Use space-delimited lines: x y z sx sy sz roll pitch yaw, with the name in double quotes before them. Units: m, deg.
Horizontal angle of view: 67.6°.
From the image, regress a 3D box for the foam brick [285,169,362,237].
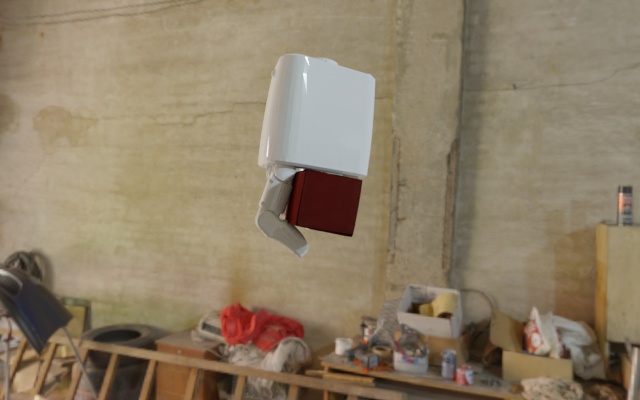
"foam brick" 0.000 0.002 0.444 0.053 0.051 0.078 12 -2 -13
